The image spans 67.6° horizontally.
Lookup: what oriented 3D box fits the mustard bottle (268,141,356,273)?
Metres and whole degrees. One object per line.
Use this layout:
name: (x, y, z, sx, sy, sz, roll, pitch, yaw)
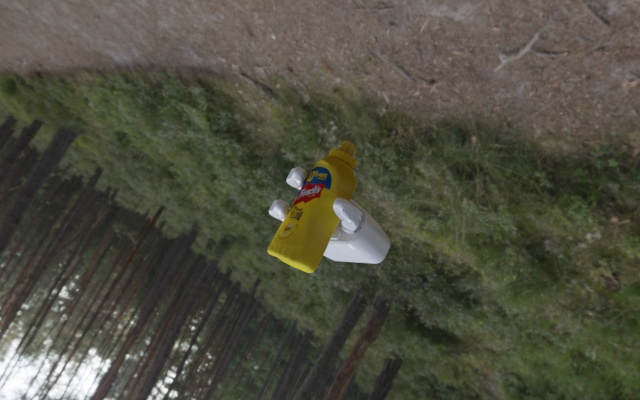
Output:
mustard bottle: (0.000, 0.002, 0.667, 0.058, 0.191, 0.096, 33, -12, -26)
